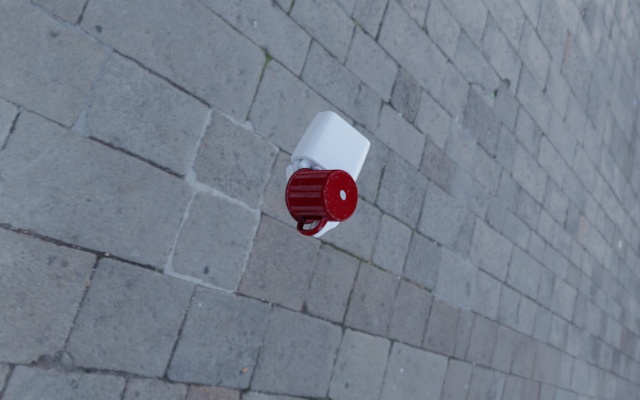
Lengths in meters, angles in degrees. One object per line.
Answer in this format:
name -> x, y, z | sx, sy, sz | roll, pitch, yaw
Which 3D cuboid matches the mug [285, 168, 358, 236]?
mug -> 0.000, 0.004, 0.749 | 0.081, 0.117, 0.093 | 0, -34, 45
